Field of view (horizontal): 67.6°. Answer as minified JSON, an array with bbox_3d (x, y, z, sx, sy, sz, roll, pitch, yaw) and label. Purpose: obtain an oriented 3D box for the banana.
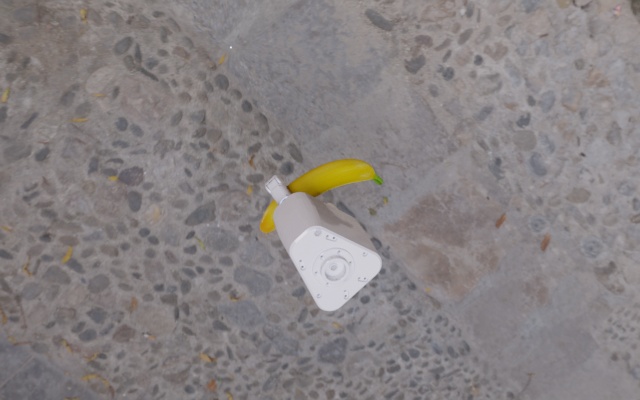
[{"bbox_3d":[-0.002,-0.015,0.684,0.198,0.070,0.037,-22,27,-8],"label":"banana"}]
